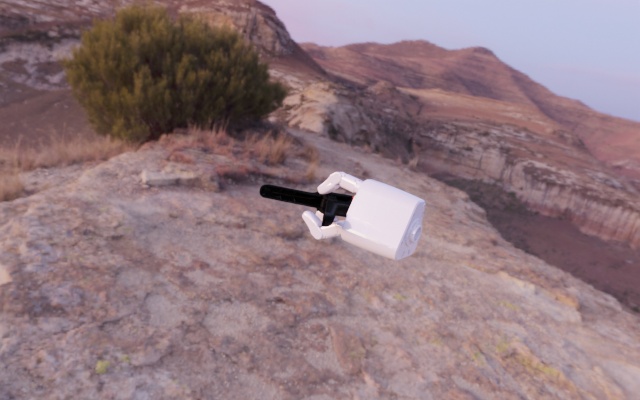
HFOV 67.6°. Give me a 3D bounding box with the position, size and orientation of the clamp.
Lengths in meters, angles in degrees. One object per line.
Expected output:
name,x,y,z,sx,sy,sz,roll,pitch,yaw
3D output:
clamp,0.001,0.002,0.888,0.164,0.036,0.210,23,15,29
